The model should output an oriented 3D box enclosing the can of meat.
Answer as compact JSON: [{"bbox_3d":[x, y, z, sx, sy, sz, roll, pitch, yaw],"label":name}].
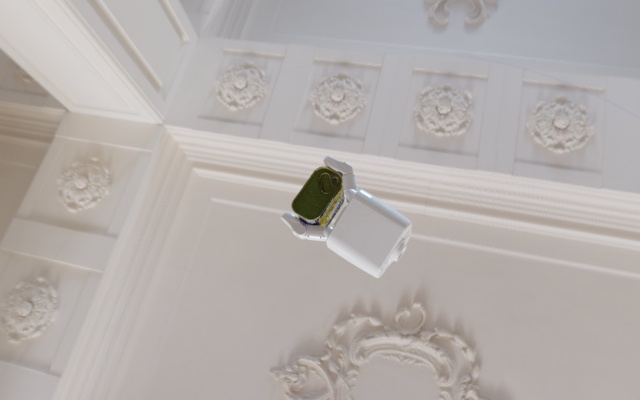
[{"bbox_3d":[0.000,0.003,0.860,0.057,0.102,0.084,29,-16,20],"label":"can of meat"}]
